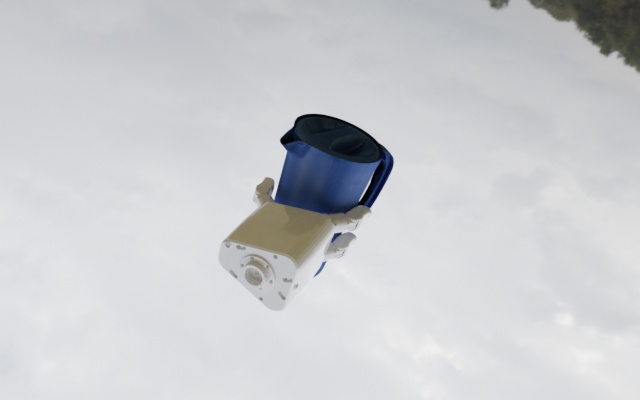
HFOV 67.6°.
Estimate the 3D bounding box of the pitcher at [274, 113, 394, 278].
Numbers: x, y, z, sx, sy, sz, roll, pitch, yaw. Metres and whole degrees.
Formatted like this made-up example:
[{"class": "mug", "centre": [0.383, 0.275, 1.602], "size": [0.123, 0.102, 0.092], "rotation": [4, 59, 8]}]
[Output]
[{"class": "pitcher", "centre": [0.000, 0.002, 0.730], "size": [0.149, 0.243, 0.145], "rotation": [27, 32, 9]}]
